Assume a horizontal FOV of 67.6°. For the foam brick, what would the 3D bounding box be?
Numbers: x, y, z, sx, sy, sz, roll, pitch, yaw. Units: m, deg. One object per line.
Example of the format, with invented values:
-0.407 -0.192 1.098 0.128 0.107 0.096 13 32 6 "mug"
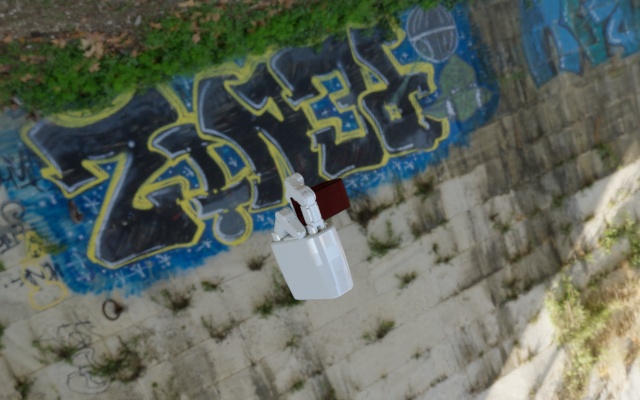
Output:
0.000 0.002 0.783 0.078 0.051 0.053 -27 9 -31 "foam brick"
